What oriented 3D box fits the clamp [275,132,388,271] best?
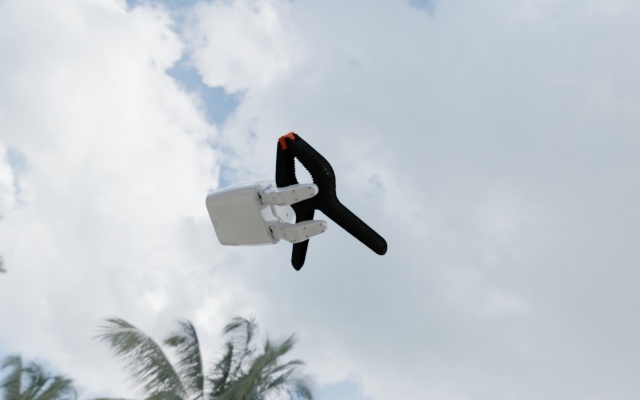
[{"bbox_3d":[0.000,0.001,0.679,0.164,0.210,0.036,-8,17,31],"label":"clamp"}]
